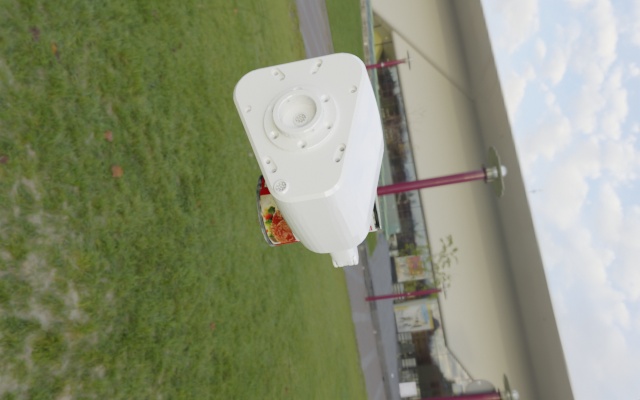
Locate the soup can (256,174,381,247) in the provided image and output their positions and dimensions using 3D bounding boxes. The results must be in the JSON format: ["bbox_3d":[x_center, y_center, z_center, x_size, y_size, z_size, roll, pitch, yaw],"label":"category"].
[{"bbox_3d":[0.000,0.002,0.437,0.102,0.068,0.068,-9,-1,8],"label":"soup can"}]
